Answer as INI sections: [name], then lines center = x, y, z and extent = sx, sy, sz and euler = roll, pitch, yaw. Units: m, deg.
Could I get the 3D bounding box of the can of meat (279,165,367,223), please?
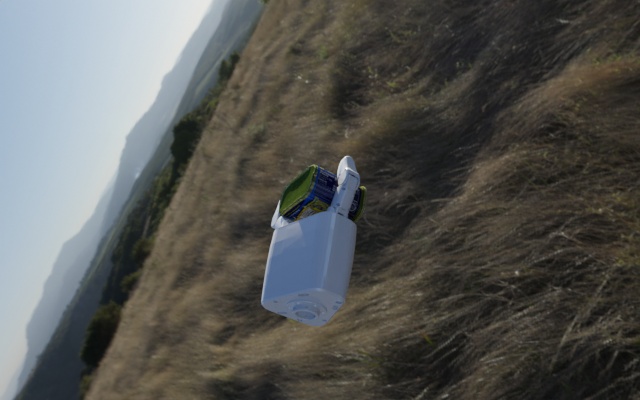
[can of meat]
center = 0.000, 0.002, 0.663
extent = 0.084, 0.057, 0.102
euler = 26, -34, -22
